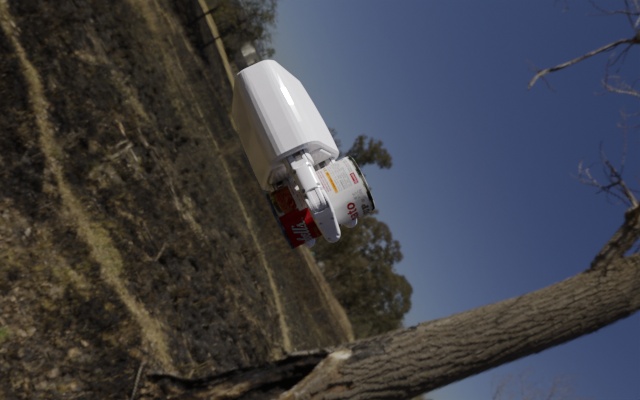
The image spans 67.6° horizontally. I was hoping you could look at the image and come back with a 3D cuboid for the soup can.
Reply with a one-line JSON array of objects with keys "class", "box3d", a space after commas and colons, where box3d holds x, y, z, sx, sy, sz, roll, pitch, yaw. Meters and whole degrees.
[{"class": "soup can", "box3d": [0.001, 0.002, 0.526, 0.102, 0.068, 0.068, -25, 1, -2]}]
